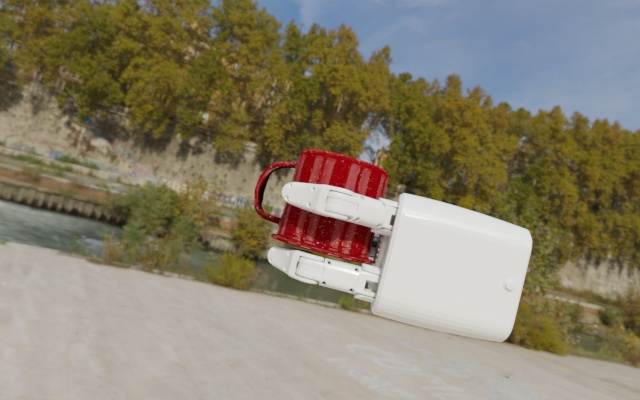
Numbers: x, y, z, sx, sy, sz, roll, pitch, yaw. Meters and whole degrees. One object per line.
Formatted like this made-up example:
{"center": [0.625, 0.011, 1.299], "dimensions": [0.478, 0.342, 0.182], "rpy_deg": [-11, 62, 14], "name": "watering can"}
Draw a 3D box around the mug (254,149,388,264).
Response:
{"center": [-0.001, 0.001, 0.421], "dimensions": [0.117, 0.081, 0.093], "rpy_deg": [15, -2, 3], "name": "mug"}
